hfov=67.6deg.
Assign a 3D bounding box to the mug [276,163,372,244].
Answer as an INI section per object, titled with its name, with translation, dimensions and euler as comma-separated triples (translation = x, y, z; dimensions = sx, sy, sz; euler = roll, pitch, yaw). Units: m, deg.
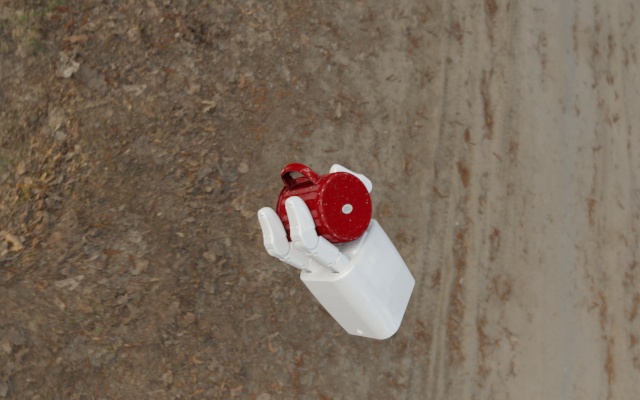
[mug]
translation = -0.001, 0.001, 0.564
dimensions = 0.081, 0.117, 0.093
euler = -11, 32, 53
